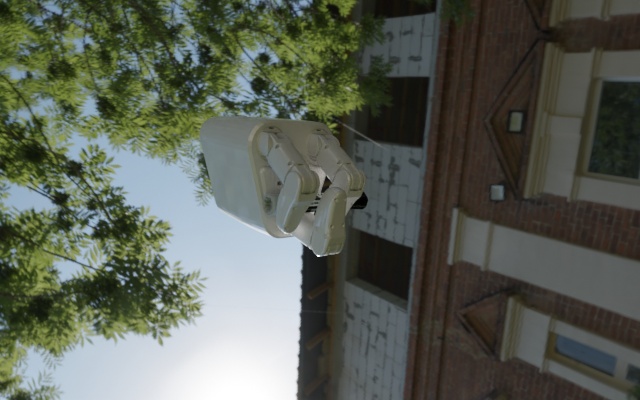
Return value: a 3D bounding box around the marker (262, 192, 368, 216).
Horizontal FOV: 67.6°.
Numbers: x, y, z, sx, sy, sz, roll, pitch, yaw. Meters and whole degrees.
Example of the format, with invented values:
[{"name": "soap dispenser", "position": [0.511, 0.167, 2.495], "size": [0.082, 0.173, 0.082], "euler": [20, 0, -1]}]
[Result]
[{"name": "marker", "position": [0.000, 0.002, 0.453], "size": [0.121, 0.020, 0.020], "euler": [-3, 2, -40]}]
